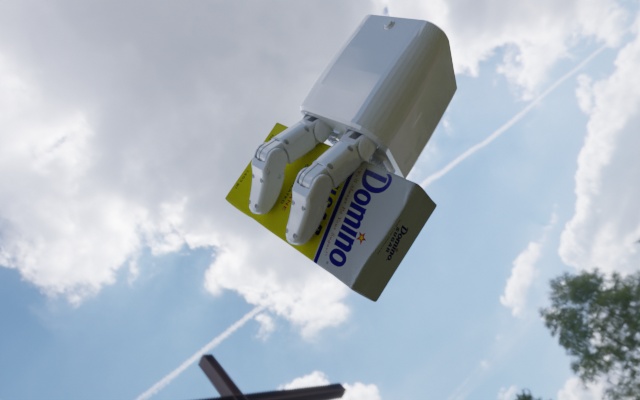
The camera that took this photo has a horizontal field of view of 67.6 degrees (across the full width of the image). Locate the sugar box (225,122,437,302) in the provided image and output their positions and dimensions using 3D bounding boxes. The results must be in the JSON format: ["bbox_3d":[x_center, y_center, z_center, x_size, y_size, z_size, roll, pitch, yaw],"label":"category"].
[{"bbox_3d":[0.000,0.001,0.411,0.176,0.093,0.048,28,-6,44],"label":"sugar box"}]
